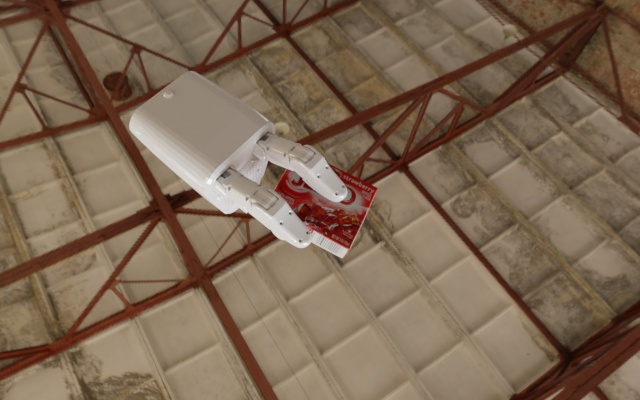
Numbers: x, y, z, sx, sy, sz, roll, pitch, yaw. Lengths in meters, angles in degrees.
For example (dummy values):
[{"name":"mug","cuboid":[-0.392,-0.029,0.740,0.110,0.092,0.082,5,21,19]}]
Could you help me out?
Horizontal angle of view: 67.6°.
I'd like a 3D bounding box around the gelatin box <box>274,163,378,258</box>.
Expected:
[{"name":"gelatin box","cuboid":[0.000,0.002,0.459,0.089,0.073,0.030,28,-28,1]}]
